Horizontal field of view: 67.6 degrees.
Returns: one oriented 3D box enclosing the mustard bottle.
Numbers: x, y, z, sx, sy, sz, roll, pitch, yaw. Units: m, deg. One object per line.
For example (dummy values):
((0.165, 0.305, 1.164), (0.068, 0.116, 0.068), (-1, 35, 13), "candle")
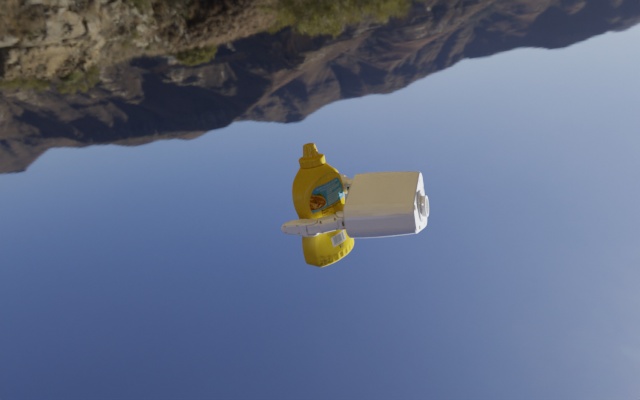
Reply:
((0.000, 0.003, 0.763), (0.058, 0.192, 0.096), (8, 26, 44), "mustard bottle")
